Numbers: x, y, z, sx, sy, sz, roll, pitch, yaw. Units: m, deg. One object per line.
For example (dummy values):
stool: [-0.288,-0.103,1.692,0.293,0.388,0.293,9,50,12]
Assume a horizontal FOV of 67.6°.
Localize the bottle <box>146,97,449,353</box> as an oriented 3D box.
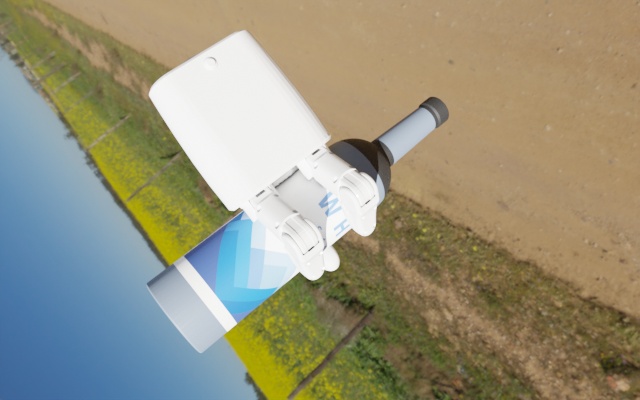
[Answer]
bottle: [0.000,0.002,0.401,0.295,0.069,0.069,-38,13,-18]
